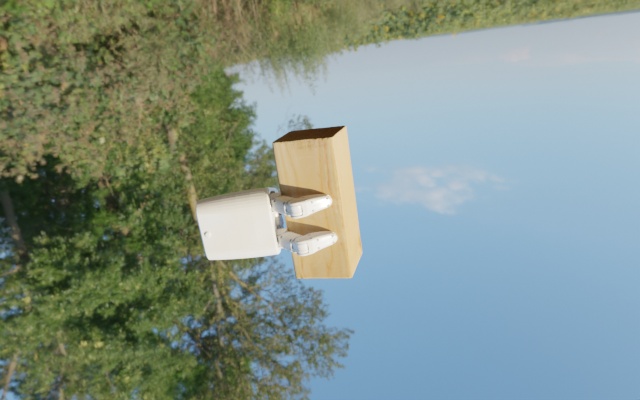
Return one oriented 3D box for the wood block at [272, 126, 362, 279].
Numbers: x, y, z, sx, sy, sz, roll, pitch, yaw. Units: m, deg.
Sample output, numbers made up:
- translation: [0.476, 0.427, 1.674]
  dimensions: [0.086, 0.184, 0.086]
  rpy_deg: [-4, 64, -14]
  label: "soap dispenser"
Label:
- translation: [0.000, 0.002, 0.706]
  dimensions: [0.090, 0.206, 0.090]
  rpy_deg: [-3, 18, 16]
  label: "wood block"
